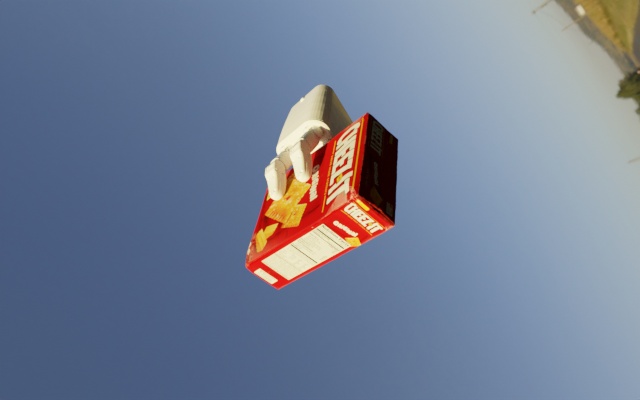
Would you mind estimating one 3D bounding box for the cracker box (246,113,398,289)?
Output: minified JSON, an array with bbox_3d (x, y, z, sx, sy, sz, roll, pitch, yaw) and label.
[{"bbox_3d":[0.000,0.002,0.642,0.072,0.164,0.214,37,-50,-25],"label":"cracker box"}]
